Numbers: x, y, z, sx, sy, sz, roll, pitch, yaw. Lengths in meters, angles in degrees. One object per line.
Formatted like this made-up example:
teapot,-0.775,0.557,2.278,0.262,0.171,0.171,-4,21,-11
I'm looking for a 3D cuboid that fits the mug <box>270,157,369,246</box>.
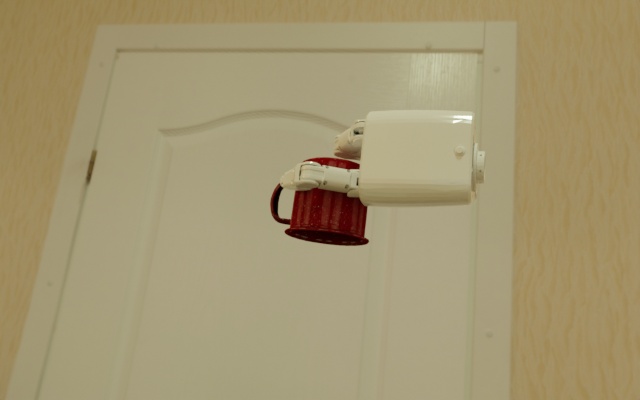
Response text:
mug,-0.001,0.002,0.534,0.117,0.081,0.093,3,-14,19
